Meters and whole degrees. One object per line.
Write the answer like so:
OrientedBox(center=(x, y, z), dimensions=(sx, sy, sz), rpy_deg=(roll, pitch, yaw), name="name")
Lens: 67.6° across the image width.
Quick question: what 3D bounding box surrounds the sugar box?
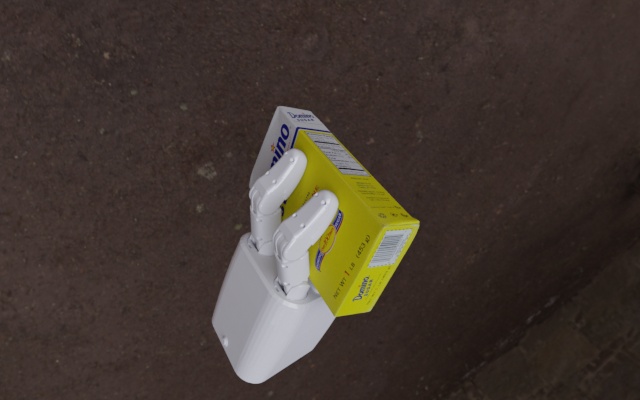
OrientedBox(center=(0.000, 0.002, 0.409), dimensions=(0.048, 0.093, 0.176), rpy_deg=(0, 36, -40), name="sugar box")
